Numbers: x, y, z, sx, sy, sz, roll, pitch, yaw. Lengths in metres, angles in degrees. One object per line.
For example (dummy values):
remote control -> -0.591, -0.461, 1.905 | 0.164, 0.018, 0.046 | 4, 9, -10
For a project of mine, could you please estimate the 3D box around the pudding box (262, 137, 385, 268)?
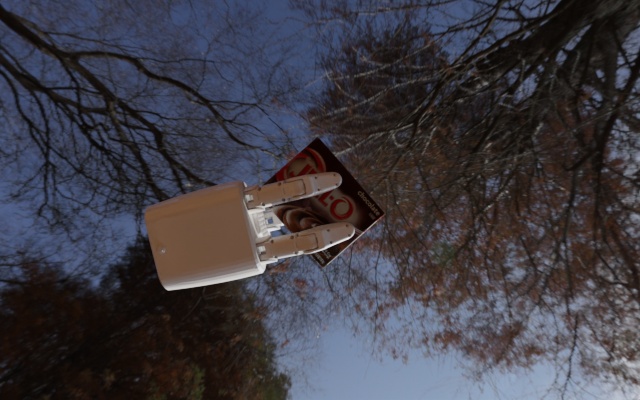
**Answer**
pudding box -> 0.000, 0.002, 0.524 | 0.090, 0.113, 0.039 | -42, 1, 2
